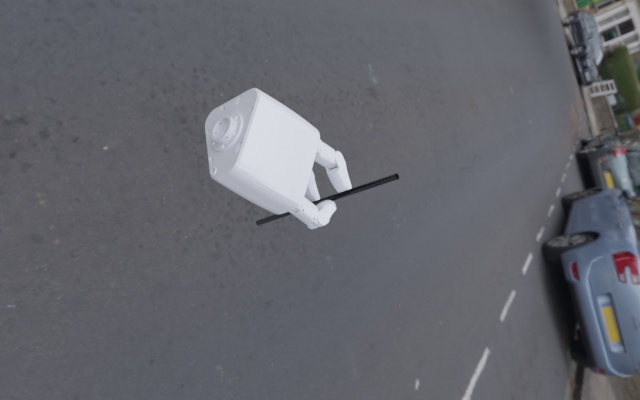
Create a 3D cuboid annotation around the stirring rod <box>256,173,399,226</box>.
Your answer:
[{"bbox_3d":[0.000,0.002,0.656,0.239,0.011,0.011,-19,-11,34],"label":"stirring rod"}]
